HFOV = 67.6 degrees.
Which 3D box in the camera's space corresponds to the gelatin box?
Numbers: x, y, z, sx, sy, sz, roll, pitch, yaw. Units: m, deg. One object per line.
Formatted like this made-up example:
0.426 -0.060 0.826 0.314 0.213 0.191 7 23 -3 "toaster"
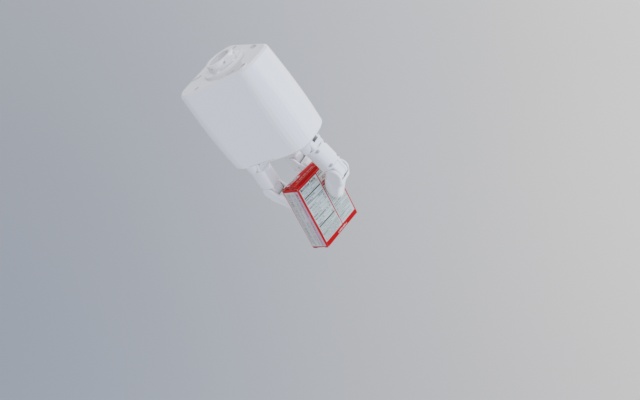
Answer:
0.001 0.002 0.589 0.030 0.089 0.073 -5 32 43 "gelatin box"
